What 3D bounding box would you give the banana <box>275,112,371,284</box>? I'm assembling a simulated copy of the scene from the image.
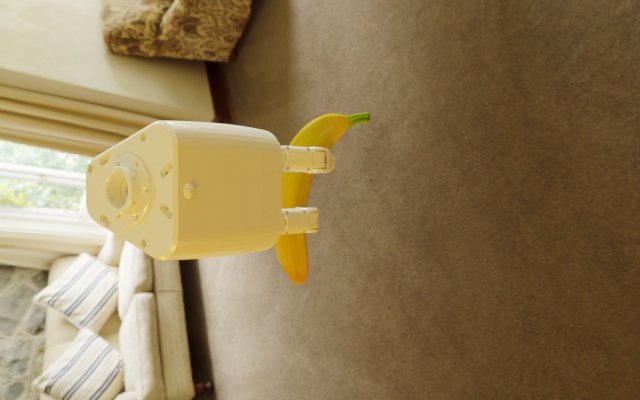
[{"bbox_3d":[-0.016,-0.009,0.497,0.069,0.198,0.037,23,13,7],"label":"banana"}]
